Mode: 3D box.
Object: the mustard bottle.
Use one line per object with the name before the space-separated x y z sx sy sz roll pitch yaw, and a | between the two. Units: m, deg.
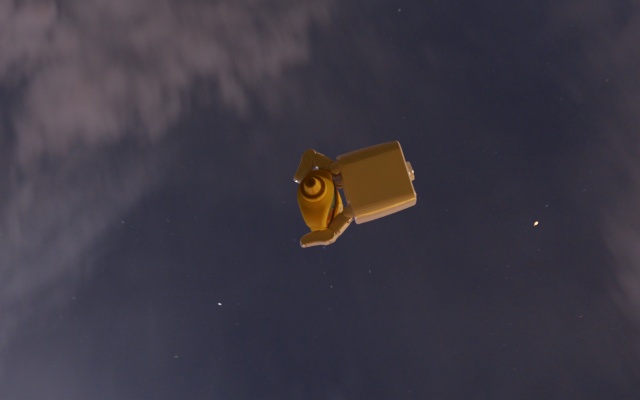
mustard bottle | 0.000 0.003 0.794 0.058 0.096 0.192 6 -17 11
